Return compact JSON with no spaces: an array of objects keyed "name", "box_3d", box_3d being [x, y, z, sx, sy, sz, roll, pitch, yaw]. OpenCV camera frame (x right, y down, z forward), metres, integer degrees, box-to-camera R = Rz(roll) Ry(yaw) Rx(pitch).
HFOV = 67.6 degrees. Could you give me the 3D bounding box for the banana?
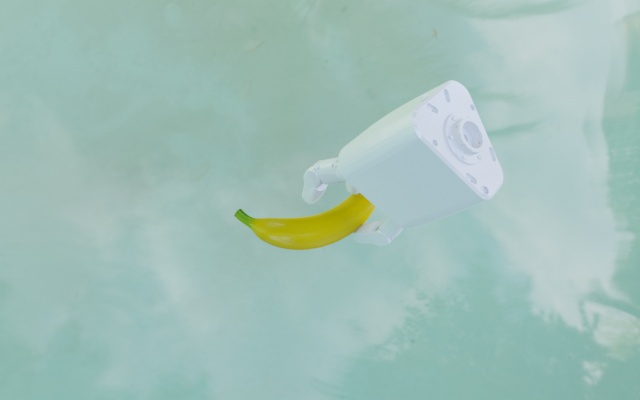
[{"name":"banana","box_3d":[0.004,0.019,0.558,0.198,0.069,0.037,-12,-21,-32]}]
